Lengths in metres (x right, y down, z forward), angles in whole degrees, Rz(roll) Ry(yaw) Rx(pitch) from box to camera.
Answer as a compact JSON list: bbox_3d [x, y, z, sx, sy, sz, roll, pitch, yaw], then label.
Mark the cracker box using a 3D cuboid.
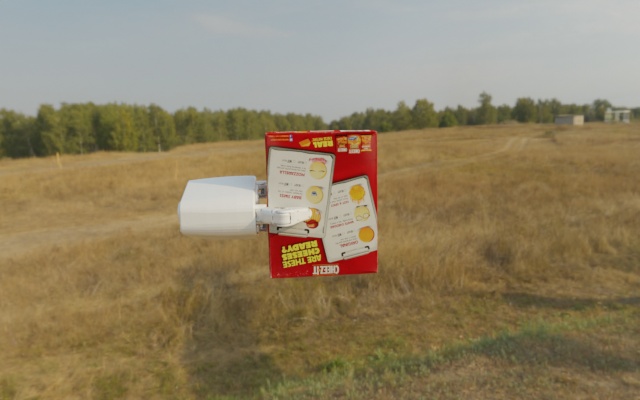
[{"bbox_3d":[0.000,0.002,0.723,0.164,0.214,0.072,-2,8,-5],"label":"cracker box"}]
